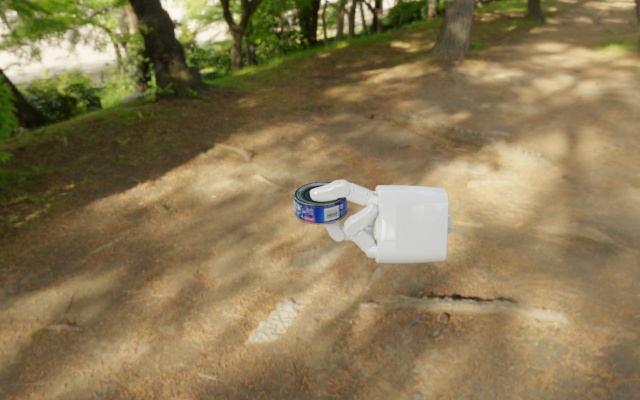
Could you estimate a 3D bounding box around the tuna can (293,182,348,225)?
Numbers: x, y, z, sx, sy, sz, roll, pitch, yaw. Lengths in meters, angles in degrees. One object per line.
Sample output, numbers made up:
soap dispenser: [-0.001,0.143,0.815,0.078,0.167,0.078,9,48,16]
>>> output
tuna can: [0.000,0.002,0.755,0.086,0.034,0.086,-2,28,1]
